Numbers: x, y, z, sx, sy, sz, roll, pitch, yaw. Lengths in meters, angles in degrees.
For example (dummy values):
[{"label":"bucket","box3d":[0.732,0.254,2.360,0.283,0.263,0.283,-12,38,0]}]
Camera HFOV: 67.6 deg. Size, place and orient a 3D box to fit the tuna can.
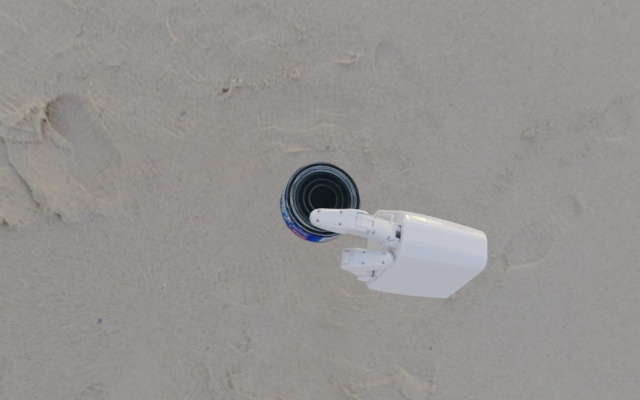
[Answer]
[{"label":"tuna can","box3d":[0.000,0.002,0.525,0.086,0.086,0.034,0,-15,-13]}]
